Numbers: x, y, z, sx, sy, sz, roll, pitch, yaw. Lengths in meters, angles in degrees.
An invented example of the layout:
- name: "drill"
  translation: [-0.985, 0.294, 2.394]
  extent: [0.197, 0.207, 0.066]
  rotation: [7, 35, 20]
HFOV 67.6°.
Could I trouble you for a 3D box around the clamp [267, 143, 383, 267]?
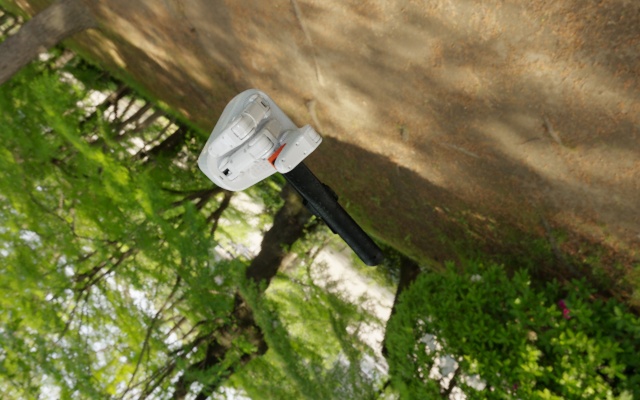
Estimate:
- name: "clamp"
  translation: [0.000, 0.002, 0.566]
  extent: [0.039, 0.171, 0.120]
  rotation: [-43, 18, -10]
